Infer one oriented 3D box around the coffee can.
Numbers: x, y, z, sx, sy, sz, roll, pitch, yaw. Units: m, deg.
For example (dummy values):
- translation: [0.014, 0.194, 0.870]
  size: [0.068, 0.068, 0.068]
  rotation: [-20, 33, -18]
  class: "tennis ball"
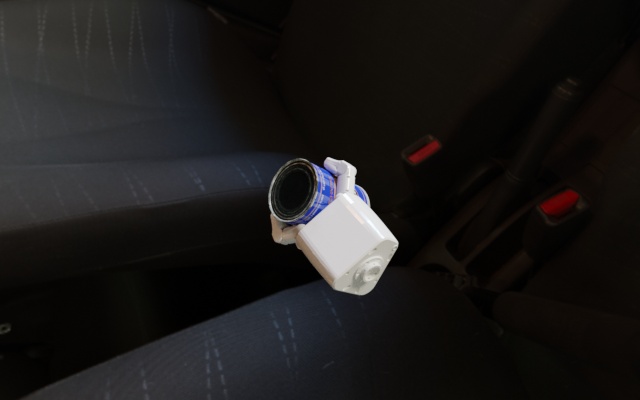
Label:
- translation: [0.000, 0.002, 0.782]
  size: [0.103, 0.102, 0.140]
  rotation: [0, -15, 41]
  class: "coffee can"
